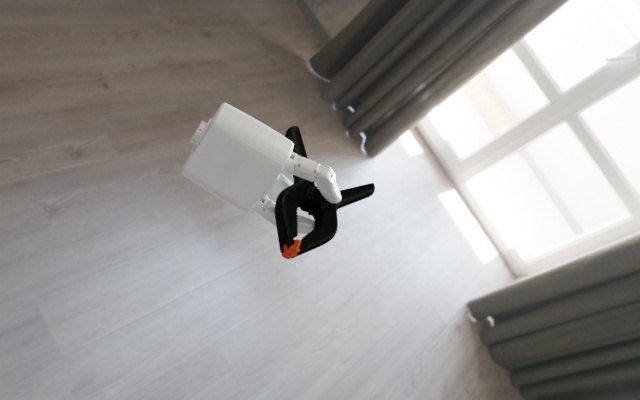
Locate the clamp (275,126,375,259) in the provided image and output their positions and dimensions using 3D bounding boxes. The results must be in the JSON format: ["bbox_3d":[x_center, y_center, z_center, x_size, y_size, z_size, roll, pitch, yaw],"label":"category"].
[{"bbox_3d":[0.000,0.002,0.674,0.164,0.209,0.036,30,-43,-16],"label":"clamp"}]
